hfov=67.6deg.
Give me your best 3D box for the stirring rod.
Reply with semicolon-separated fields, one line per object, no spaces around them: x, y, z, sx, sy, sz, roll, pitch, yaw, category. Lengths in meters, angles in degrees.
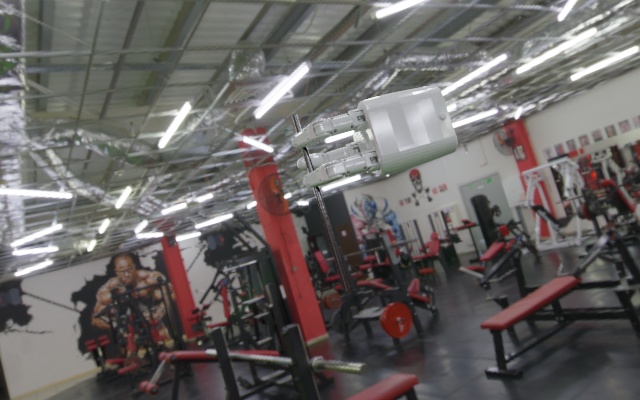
0.000;0.002;0.624;0.011;0.239;0.011;-17;-5;-1;stirring rod
